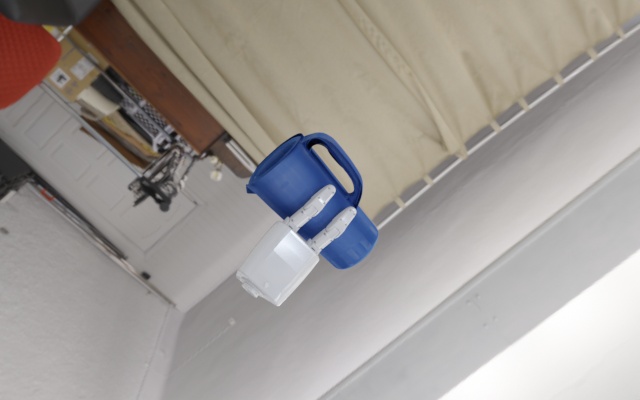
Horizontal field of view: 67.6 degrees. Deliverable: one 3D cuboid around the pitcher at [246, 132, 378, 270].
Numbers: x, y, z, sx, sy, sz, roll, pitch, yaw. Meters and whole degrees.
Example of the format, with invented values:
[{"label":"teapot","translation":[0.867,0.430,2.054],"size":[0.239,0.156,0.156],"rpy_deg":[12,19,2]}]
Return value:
[{"label":"pitcher","translation":[0.000,0.003,0.852],"size":[0.243,0.145,0.149],"rpy_deg":[47,-20,-17]}]
